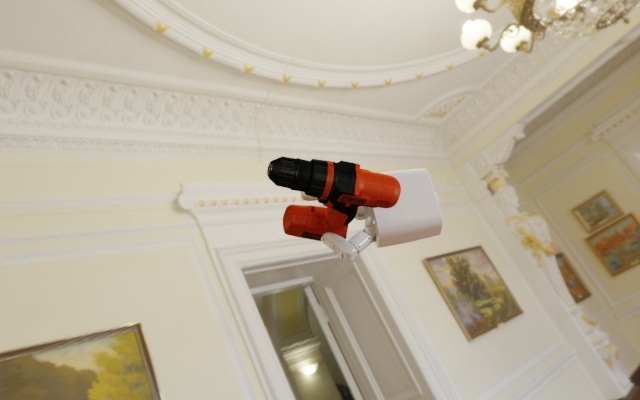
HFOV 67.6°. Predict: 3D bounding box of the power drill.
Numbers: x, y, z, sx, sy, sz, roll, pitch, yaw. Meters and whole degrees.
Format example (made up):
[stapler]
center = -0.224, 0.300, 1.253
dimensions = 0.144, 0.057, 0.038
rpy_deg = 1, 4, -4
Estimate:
[power drill]
center = 0.000, 0.002, 0.700
dimensions = 0.184, 0.057, 0.188
rpy_deg = 12, -25, -13
